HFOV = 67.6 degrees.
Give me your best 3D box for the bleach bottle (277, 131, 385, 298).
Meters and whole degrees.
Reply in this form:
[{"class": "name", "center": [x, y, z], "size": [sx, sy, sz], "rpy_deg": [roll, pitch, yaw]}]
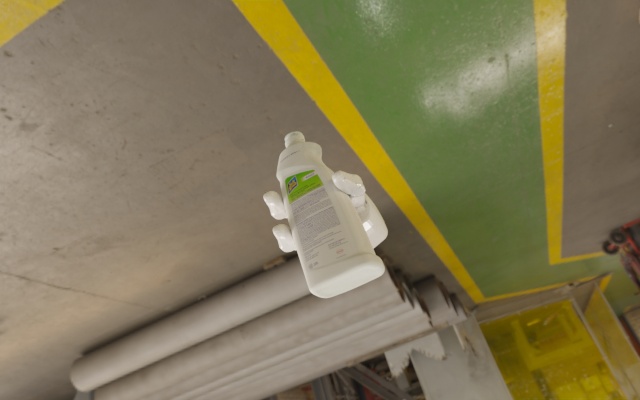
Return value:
[{"class": "bleach bottle", "center": [0.000, 0.002, 0.671], "size": [0.102, 0.250, 0.068], "rpy_deg": [-26, -31, 14]}]
